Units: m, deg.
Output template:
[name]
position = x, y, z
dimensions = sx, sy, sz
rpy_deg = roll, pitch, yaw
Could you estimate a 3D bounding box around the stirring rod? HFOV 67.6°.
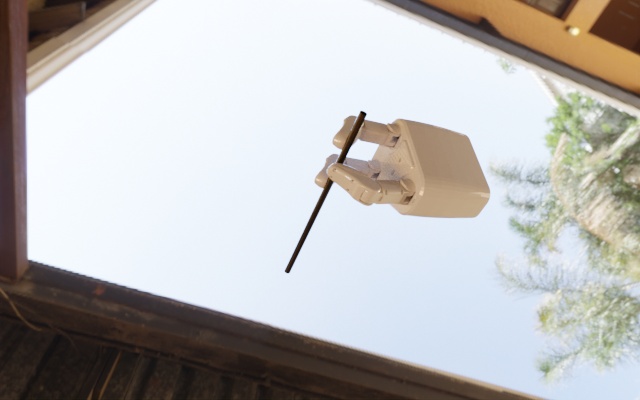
[stirring rod]
position = 0.000, 0.002, 0.544
dimensions = 0.011, 0.240, 0.011
rpy_deg = 17, 36, -13
